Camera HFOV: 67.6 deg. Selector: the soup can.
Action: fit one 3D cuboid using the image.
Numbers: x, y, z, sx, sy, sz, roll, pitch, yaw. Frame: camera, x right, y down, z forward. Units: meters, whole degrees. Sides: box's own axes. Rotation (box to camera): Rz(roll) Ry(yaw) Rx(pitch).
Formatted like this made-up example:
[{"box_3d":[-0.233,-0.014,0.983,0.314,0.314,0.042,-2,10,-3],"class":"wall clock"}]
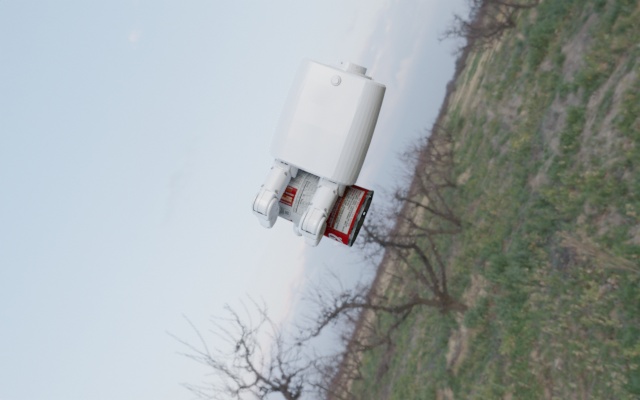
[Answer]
[{"box_3d":[0.000,0.002,0.534,0.102,0.068,0.068,22,4,10],"class":"soup can"}]
